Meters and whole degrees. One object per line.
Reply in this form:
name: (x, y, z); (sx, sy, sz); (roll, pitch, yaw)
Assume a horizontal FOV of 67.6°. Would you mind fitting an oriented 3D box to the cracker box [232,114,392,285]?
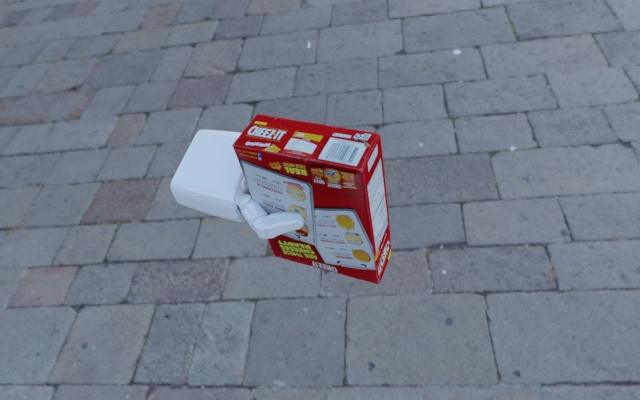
cracker box: (0.000, 0.002, 0.607); (0.164, 0.072, 0.214); (12, -39, 23)
